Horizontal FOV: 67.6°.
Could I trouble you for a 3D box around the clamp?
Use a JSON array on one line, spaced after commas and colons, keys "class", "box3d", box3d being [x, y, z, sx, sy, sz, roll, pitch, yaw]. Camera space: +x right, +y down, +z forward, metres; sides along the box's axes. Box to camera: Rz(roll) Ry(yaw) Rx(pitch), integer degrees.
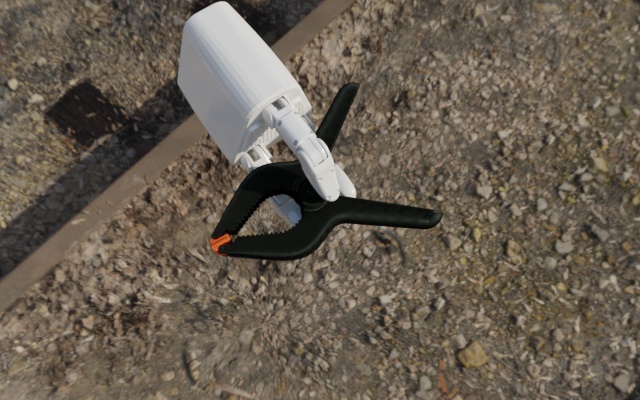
[{"class": "clamp", "box3d": [0.000, 0.001, 0.444, 0.210, 0.164, 0.036, -35, -10, -13]}]
